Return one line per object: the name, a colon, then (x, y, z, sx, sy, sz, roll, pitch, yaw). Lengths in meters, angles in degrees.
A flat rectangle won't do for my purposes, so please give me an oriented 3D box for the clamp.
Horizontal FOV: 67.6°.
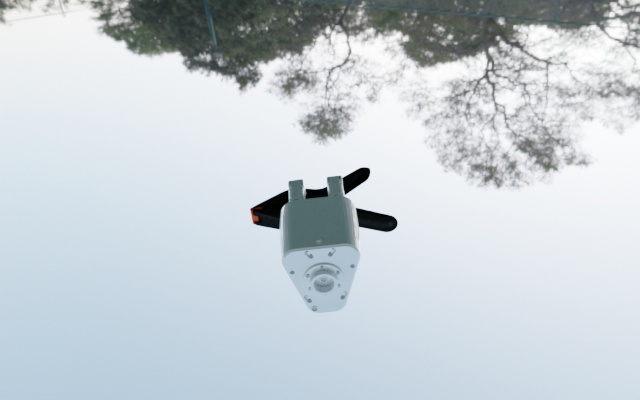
clamp: (0.000, 0.003, 0.729, 0.210, 0.036, 0.164, -5, 32, 0)
